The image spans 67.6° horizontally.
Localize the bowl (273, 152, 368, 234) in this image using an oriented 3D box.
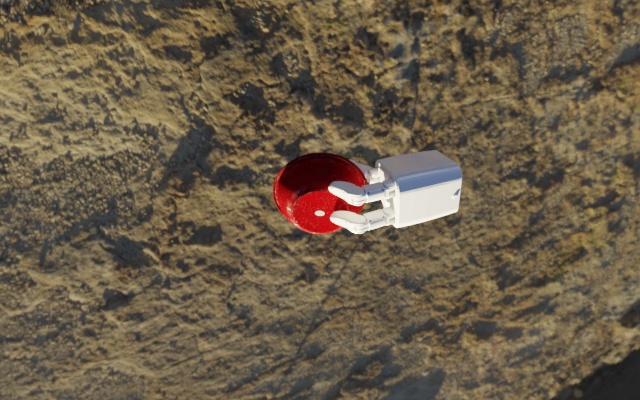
[{"bbox_3d":[-0.001,0.003,0.784,0.162,0.162,0.055,0,39,0],"label":"bowl"}]
